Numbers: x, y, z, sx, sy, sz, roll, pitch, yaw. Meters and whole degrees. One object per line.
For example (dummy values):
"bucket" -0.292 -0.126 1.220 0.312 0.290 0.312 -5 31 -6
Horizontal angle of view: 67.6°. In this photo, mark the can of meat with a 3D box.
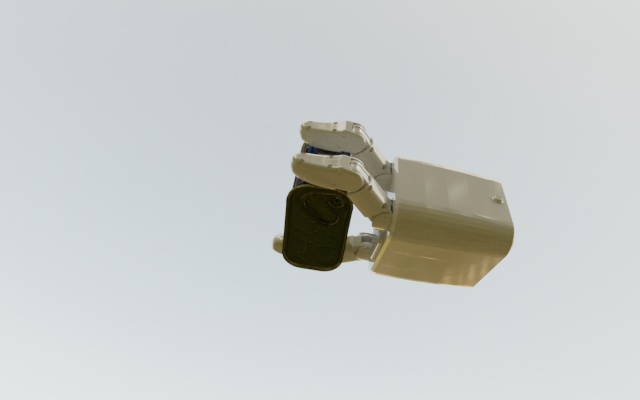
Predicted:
"can of meat" 0.000 0.001 0.453 0.057 0.102 0.084 8 41 1
